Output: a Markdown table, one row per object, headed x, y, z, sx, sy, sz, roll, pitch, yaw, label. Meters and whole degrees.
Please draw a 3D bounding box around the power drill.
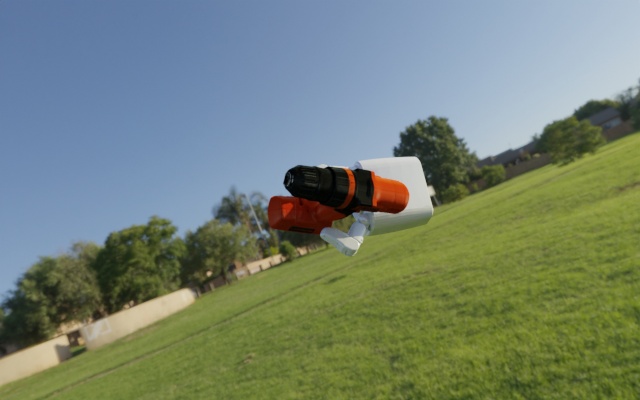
| x | y | z | sx | sy | sz | roll | pitch | yaw | label |
| --- | --- | --- | --- | --- | --- | --- | --- | --- | --- |
| 0.000 | 0.002 | 0.665 | 0.184 | 0.057 | 0.188 | 10 | -17 | -31 | power drill |
